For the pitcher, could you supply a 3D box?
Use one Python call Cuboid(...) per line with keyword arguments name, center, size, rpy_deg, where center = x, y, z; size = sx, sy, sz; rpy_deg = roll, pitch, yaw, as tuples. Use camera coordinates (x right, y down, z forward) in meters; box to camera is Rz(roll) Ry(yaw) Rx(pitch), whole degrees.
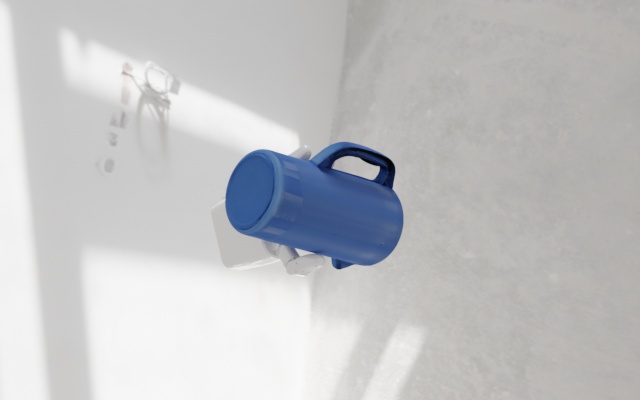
Cuboid(name="pitcher", center=(0.000, 0.002, 0.654), size=(0.145, 0.149, 0.243), rpy_deg=(-20, -25, 38))
